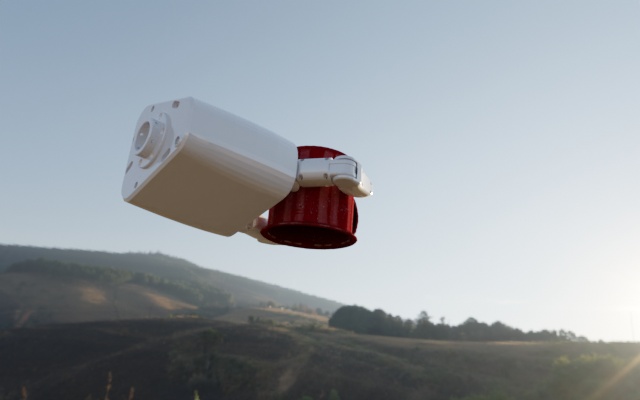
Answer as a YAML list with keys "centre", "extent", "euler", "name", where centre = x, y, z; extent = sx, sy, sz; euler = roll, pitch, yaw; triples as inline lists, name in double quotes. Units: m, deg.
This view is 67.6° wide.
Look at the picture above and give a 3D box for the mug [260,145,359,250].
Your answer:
- centre: [0.001, 0.002, 0.478]
  extent: [0.093, 0.081, 0.117]
  euler: [-13, -26, 42]
  name: "mug"
